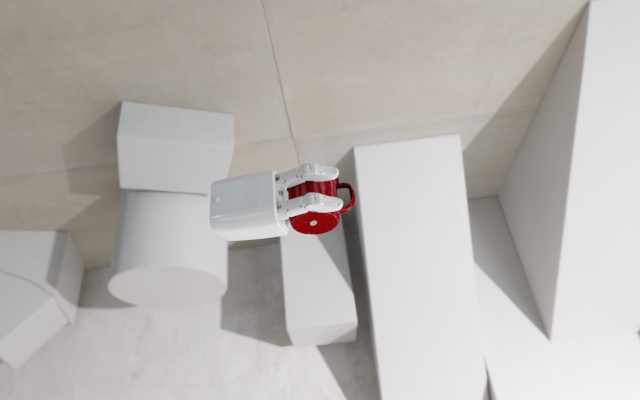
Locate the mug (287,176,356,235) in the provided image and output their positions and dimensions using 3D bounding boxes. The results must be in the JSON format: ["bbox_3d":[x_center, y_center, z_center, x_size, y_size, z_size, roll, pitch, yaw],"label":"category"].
[{"bbox_3d":[0.002,0.003,0.789,0.117,0.081,0.093,-9,-32,5],"label":"mug"}]
